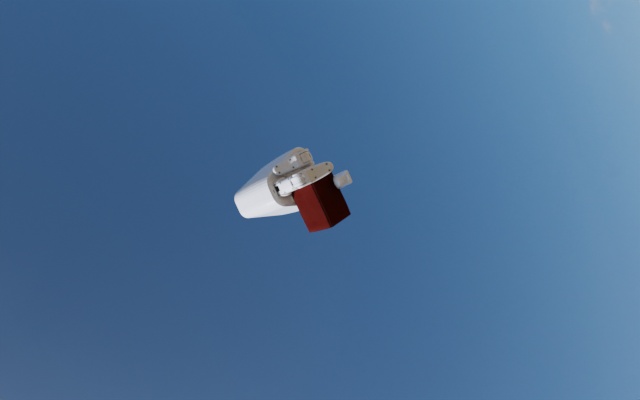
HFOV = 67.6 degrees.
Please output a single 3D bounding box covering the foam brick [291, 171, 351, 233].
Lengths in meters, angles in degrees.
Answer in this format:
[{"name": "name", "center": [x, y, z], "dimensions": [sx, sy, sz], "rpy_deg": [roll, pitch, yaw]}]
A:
[{"name": "foam brick", "center": [0.000, 0.003, 0.735], "dimensions": [0.051, 0.078, 0.053], "rpy_deg": [-21, 5, 44]}]
